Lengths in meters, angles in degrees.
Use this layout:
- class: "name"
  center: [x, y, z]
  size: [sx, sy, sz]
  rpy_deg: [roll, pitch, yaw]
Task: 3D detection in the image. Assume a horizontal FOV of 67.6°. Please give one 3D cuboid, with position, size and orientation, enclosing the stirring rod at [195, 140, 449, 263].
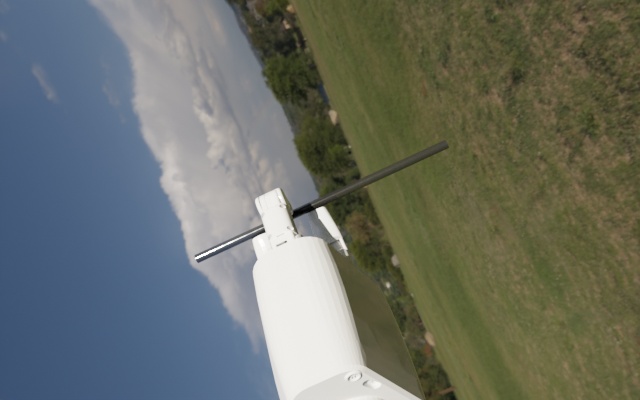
- class: "stirring rod"
  center: [0.000, 0.001, 0.418]
  size: [0.239, 0.011, 0.011]
  rpy_deg: [-25, -1, 2]
